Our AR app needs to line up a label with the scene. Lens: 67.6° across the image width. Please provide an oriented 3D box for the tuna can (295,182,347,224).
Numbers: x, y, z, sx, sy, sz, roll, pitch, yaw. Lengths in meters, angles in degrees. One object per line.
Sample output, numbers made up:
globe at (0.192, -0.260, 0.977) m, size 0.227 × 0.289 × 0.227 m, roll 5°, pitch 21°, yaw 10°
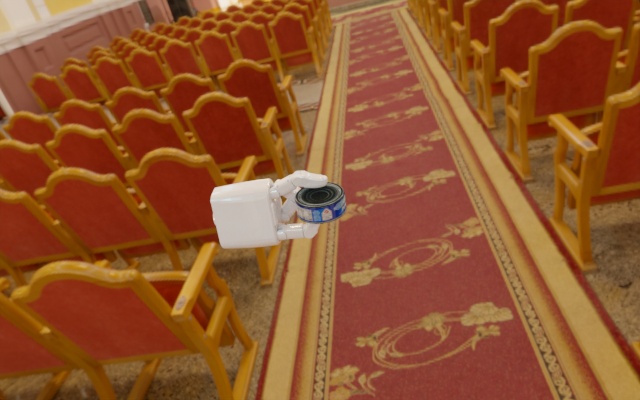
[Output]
tuna can at (0.000, 0.002, 0.806) m, size 0.086 × 0.034 × 0.086 m, roll -6°, pitch 30°, yaw 4°
